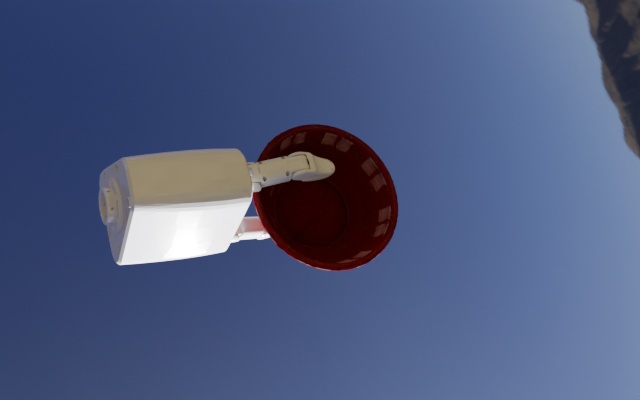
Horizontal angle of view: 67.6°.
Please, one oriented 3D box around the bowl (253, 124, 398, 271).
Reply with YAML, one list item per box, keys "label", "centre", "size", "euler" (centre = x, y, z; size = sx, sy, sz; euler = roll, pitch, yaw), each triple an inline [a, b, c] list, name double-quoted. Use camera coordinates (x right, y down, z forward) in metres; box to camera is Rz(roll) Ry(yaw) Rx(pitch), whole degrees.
- label: "bowl"
  centre: [0.001, 0.002, 0.514]
  size: [0.162, 0.162, 0.055]
  euler: [0, -20, -22]
